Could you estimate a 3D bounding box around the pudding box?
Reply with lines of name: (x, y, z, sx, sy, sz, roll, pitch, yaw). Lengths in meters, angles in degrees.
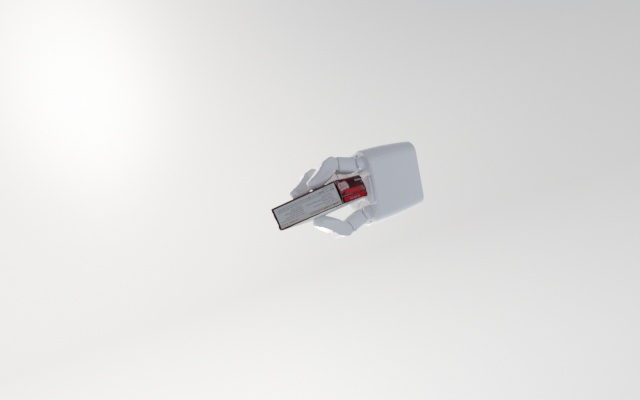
pudding box: (0.000, 0.002, 0.686, 0.113, 0.039, 0.090, -26, -5, 28)
